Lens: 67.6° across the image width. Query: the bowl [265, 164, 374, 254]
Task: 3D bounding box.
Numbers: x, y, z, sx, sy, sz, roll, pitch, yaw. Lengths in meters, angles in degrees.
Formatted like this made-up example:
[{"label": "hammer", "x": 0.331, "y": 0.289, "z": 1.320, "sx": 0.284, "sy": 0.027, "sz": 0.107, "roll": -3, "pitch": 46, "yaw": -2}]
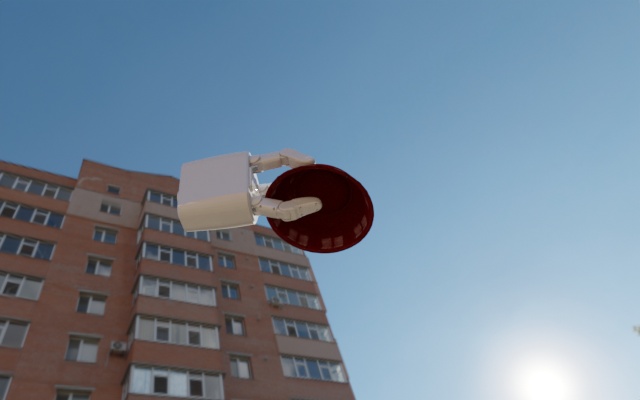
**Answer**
[{"label": "bowl", "x": 0.001, "y": 0.002, "z": 0.713, "sx": 0.162, "sy": 0.162, "sz": 0.055, "roll": 0, "pitch": 36, "yaw": 9}]
